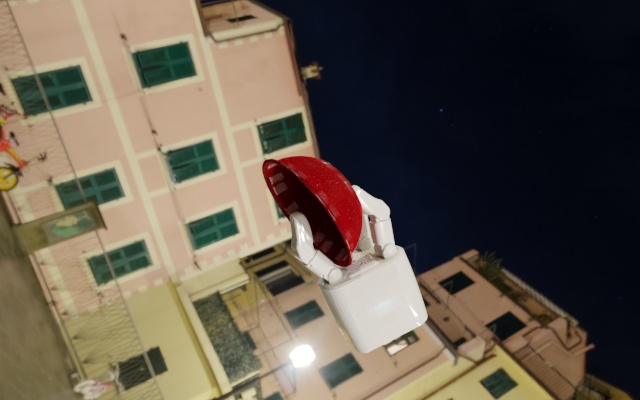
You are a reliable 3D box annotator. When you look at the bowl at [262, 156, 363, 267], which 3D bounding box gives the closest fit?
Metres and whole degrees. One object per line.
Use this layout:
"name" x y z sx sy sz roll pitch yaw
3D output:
"bowl" 0.000 0.001 0.580 0.055 0.162 0.162 -39 14 -18
